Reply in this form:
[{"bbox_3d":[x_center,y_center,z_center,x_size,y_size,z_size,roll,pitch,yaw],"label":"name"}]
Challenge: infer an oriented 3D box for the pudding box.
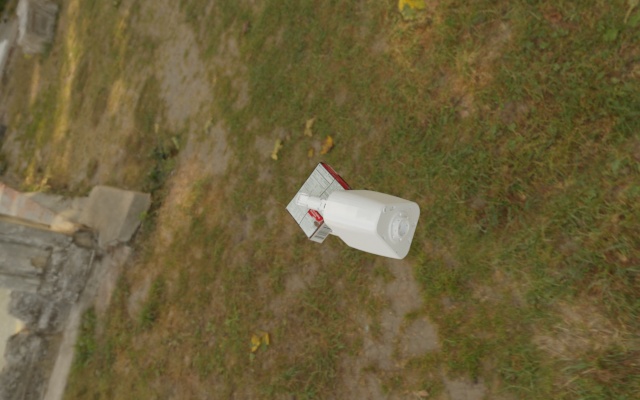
[{"bbox_3d":[0.000,0.003,0.836,0.039,0.113,0.090,21,23,-49],"label":"pudding box"}]
